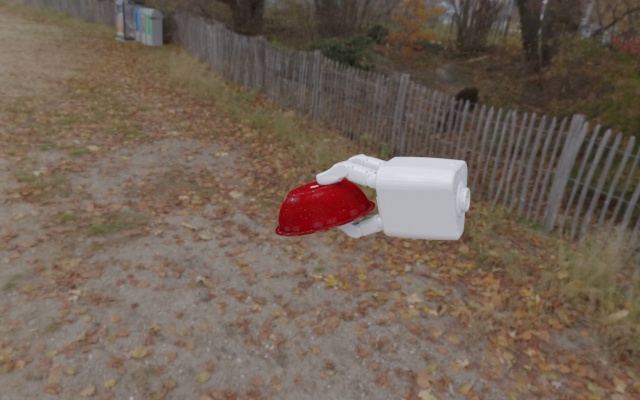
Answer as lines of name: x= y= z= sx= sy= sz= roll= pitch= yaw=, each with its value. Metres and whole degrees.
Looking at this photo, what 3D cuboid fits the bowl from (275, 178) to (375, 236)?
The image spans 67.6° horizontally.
bowl: x=-0.001 y=0.002 z=0.742 sx=0.162 sy=0.055 sz=0.162 roll=-16 pitch=10 yaw=3
